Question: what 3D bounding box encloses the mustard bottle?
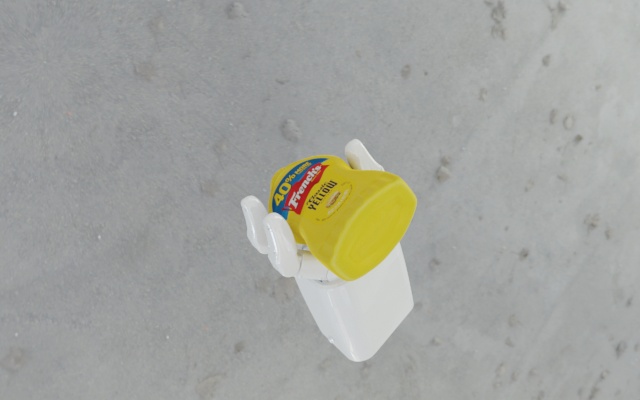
[{"bbox_3d":[0.000,0.001,0.465,0.058,0.096,0.191,44,-9,-32],"label":"mustard bottle"}]
